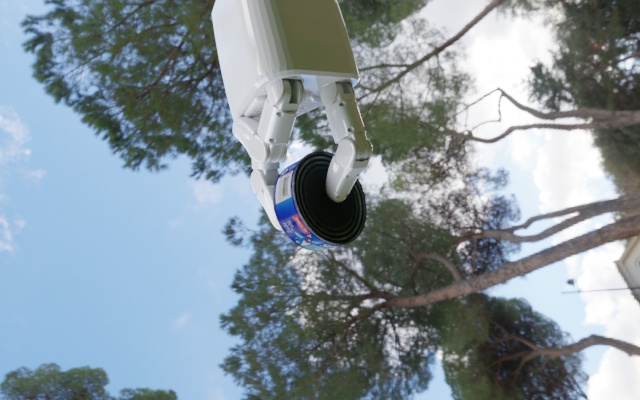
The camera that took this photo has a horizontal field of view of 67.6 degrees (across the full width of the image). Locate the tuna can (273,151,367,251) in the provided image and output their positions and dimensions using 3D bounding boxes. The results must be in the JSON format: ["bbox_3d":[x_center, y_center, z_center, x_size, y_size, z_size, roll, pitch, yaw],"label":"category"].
[{"bbox_3d":[0.000,0.002,0.427,0.086,0.086,0.034,0,-17,-43],"label":"tuna can"}]
